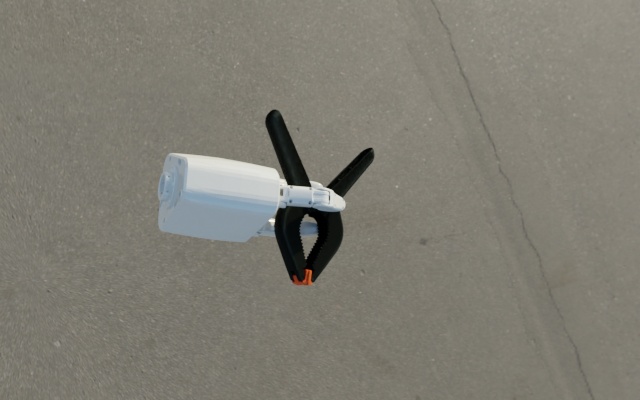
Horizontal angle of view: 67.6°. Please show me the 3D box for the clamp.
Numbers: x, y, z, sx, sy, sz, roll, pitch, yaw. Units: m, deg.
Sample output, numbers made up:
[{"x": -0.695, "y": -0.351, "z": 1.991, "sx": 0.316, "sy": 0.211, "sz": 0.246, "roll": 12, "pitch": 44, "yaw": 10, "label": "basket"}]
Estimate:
[{"x": 0.000, "y": 0.002, "z": 0.603, "sx": 0.164, "sy": 0.210, "sz": 0.036, "roll": 9, "pitch": -12, "yaw": -31, "label": "clamp"}]
